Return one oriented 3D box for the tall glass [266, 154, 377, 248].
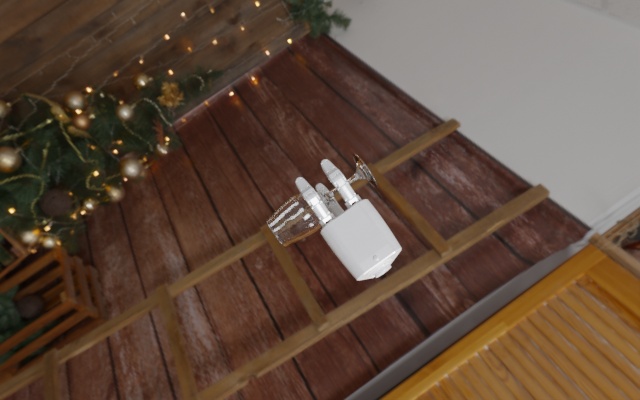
[{"bbox_3d":[0.001,0.002,0.860,0.201,0.079,0.079,-35,2,-3],"label":"tall glass"}]
